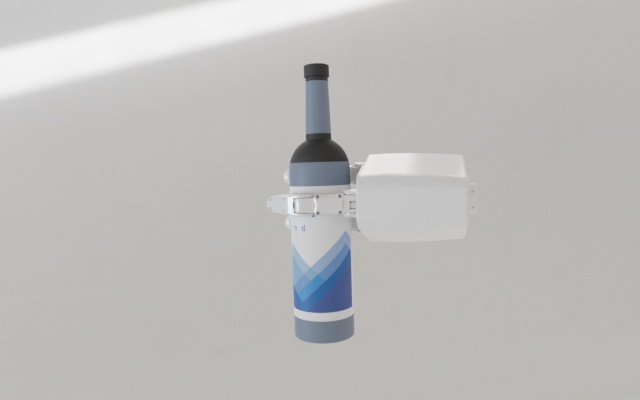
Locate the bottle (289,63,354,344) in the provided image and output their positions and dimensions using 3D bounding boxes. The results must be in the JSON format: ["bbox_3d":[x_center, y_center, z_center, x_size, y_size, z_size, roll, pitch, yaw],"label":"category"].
[{"bbox_3d":[0.000,0.002,0.523,0.069,0.296,0.069,-2,4,0],"label":"bottle"}]
